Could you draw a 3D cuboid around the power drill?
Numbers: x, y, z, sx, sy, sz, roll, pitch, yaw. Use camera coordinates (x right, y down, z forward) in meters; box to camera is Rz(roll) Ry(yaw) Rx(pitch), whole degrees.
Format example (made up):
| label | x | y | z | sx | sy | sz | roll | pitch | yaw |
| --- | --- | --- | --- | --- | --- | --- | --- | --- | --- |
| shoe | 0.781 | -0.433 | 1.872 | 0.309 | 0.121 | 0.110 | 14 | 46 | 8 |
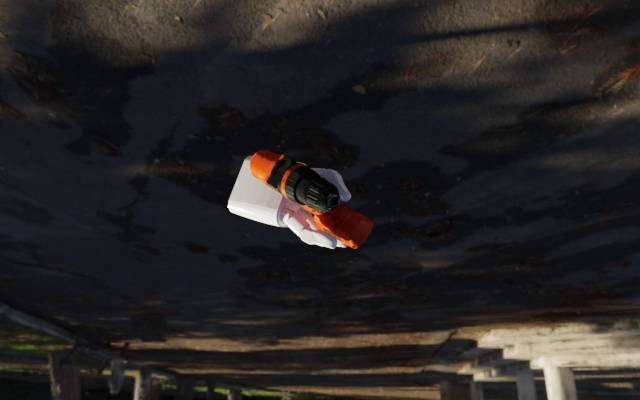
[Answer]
| label | x | y | z | sx | sy | sz | roll | pitch | yaw |
| --- | --- | --- | --- | --- | --- | --- | --- | --- | --- |
| power drill | 0.000 | 0.002 | 0.707 | 0.184 | 0.057 | 0.188 | 31 | -8 | 46 |
